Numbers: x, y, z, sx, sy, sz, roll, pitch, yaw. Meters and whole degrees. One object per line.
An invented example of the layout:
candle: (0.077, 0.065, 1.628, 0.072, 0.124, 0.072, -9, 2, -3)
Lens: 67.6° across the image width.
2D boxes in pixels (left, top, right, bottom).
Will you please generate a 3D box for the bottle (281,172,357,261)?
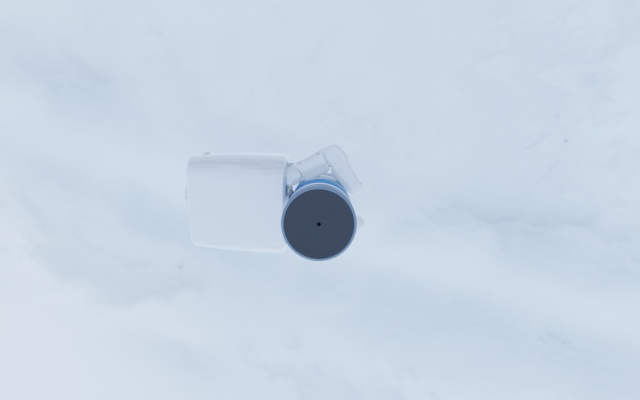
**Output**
bottle: (0.000, 0.002, 0.560, 0.069, 0.069, 0.295, 0, 7, 1)
